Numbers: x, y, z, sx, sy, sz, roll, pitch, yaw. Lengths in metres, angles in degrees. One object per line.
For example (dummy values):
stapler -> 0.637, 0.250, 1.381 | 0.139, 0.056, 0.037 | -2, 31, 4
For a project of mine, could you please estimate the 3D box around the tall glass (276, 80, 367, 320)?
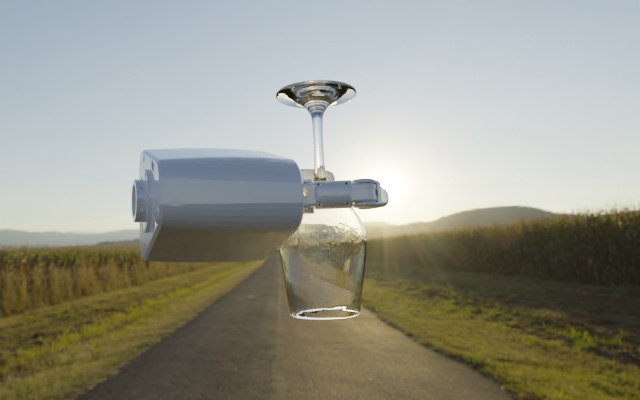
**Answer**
tall glass -> 0.000, 0.001, 0.428 | 0.079, 0.201, 0.079 | -3, -6, 0
